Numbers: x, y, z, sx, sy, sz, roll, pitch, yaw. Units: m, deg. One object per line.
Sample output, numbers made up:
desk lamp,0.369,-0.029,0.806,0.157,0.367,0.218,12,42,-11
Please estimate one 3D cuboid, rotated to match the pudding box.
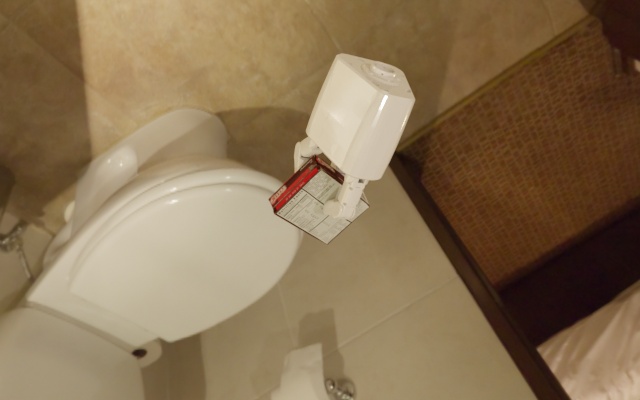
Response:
pudding box,0.000,0.002,0.650,0.113,0.090,0.039,35,20,-38
